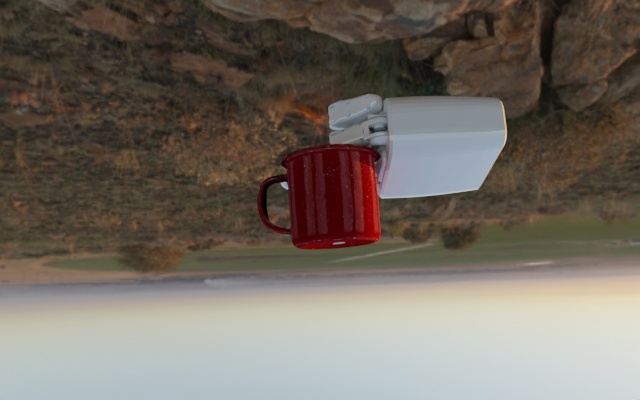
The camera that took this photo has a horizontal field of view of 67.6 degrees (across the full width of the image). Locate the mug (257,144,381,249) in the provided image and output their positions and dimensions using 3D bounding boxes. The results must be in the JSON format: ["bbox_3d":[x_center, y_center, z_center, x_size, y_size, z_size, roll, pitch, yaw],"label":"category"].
[{"bbox_3d":[-0.001,0.002,0.440,0.117,0.081,0.093,-4,-11,-1],"label":"mug"}]
